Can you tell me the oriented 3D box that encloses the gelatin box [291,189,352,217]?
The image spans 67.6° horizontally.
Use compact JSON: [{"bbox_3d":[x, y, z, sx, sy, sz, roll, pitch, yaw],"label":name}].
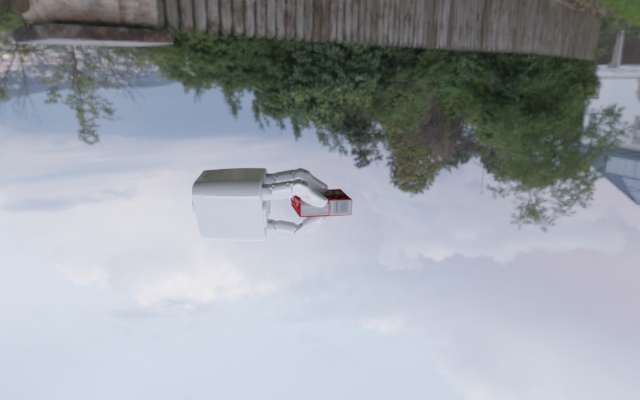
[{"bbox_3d":[0.000,0.003,0.782,0.089,0.030,0.073,-2,15,-12],"label":"gelatin box"}]
